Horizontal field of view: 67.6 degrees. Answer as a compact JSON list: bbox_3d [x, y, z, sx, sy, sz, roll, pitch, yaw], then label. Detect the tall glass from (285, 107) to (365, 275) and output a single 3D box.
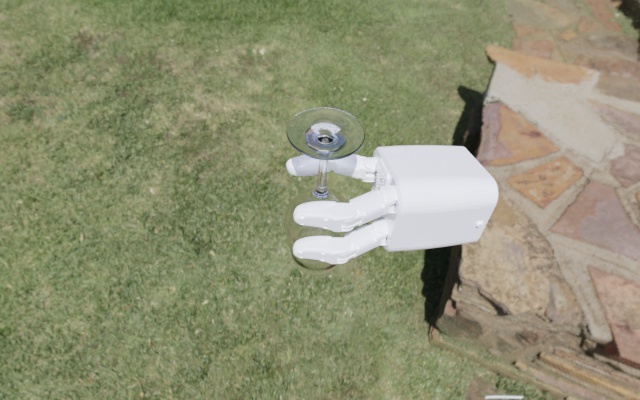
[{"bbox_3d":[0.000,0.001,0.521,0.079,0.079,0.201,0,-42,-4],"label":"tall glass"}]
